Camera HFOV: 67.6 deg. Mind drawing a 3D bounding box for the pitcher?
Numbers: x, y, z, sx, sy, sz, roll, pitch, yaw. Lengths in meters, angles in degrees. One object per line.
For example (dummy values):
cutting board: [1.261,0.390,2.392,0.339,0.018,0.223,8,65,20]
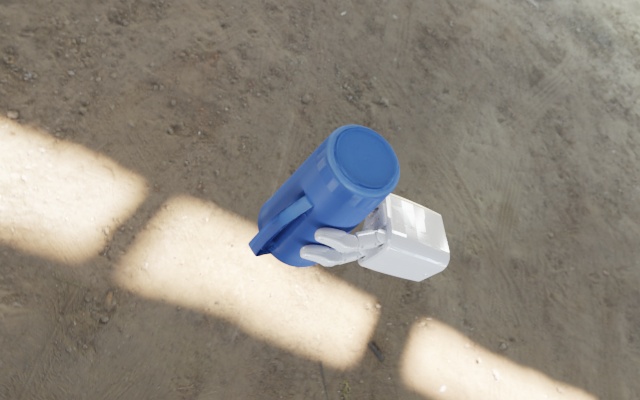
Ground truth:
pitcher: [0.000,0.002,0.690,0.145,0.149,0.243,20,-33,-17]
